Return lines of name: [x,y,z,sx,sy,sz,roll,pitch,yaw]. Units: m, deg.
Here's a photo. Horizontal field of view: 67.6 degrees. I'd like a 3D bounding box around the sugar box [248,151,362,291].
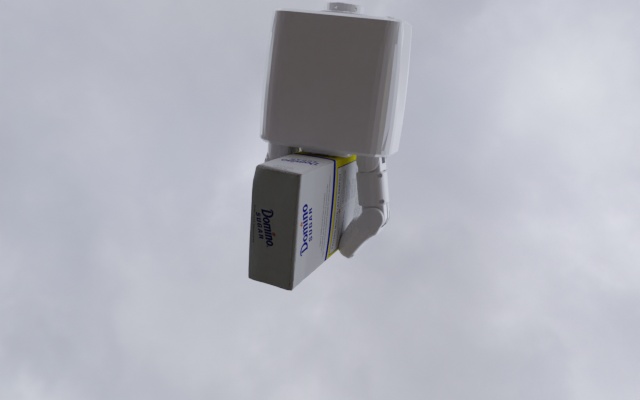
sugar box: [0.000,0.001,0.423,0.048,0.093,0.176,13,17,24]
